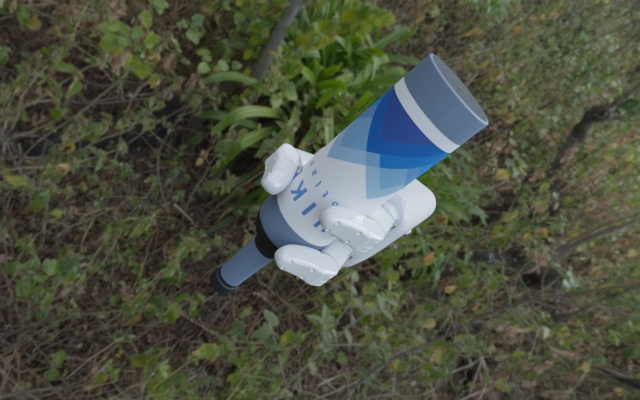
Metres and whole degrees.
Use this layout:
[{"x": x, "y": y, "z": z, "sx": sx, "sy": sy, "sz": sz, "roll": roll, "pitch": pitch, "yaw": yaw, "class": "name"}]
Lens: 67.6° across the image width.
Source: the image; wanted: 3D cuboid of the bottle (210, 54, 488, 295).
[{"x": 0.000, "y": 0.001, "z": 0.414, "sx": 0.296, "sy": 0.069, "sz": 0.069, "roll": -39, "pitch": -21, "yaw": 28, "class": "bottle"}]
